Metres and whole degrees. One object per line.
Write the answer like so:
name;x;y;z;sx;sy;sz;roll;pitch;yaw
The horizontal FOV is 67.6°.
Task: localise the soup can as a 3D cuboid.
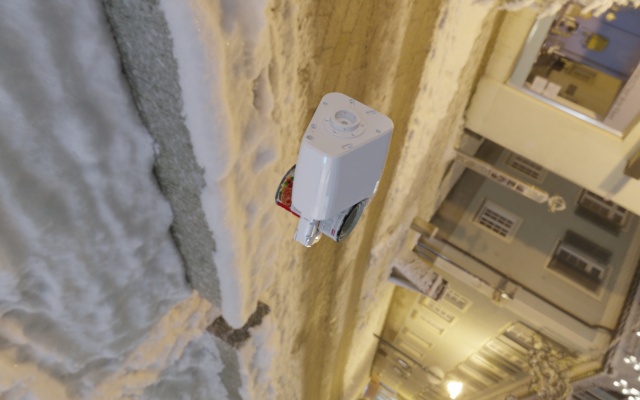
soup can;0.000;0.003;0.636;0.102;0.068;0.068;31;9;16
